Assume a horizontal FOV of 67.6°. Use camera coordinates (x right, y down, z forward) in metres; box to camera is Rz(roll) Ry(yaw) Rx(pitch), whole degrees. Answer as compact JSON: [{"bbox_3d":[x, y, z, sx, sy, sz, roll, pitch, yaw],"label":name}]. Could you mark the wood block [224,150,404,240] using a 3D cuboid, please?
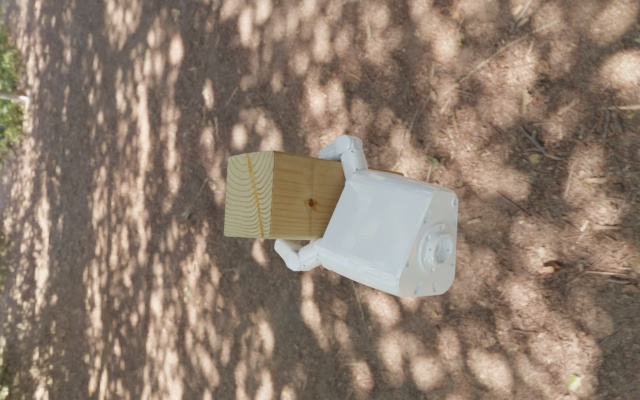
[{"bbox_3d":[0.000,0.002,0.567,0.206,0.091,0.090,6,-5,-41],"label":"wood block"}]
